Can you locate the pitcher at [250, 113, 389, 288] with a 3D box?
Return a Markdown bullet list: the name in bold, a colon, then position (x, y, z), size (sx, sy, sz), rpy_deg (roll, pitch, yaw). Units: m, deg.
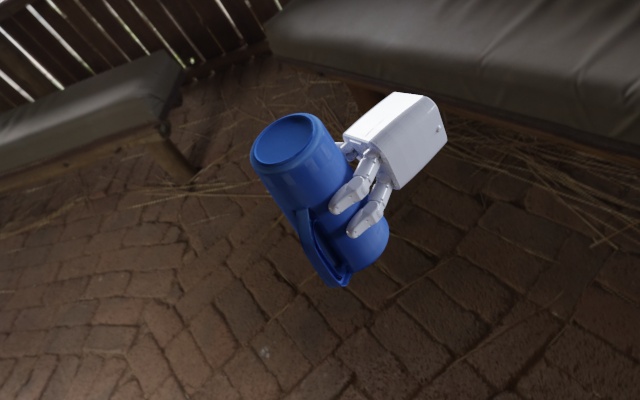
- **pitcher**: position (0.000, 0.002, 0.690), size (0.149, 0.145, 0.243), rpy_deg (41, -11, 46)
